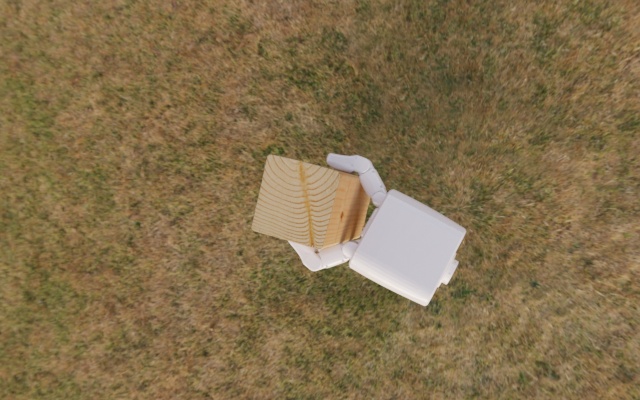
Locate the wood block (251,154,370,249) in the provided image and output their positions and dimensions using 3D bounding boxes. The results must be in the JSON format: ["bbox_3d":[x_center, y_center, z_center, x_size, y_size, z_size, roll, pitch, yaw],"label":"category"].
[{"bbox_3d":[0.001,0.002,0.625,0.090,0.091,0.206,15,3,16],"label":"wood block"}]
